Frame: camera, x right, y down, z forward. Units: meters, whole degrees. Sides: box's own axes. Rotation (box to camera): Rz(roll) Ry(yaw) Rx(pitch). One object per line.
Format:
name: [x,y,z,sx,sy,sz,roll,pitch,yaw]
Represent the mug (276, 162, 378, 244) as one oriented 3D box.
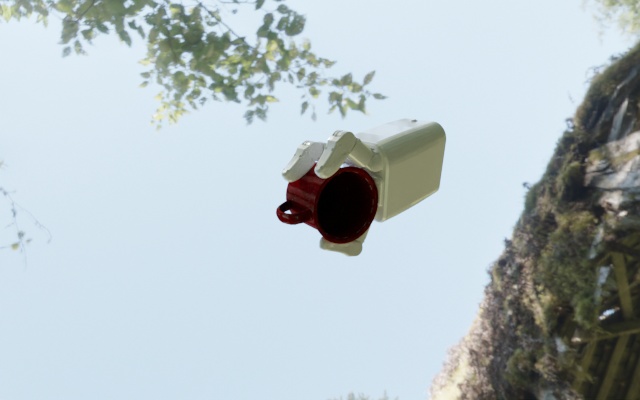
mug: [-0.001,0.002,0.581,0.117,0.093,0.081,-24,24,-26]
